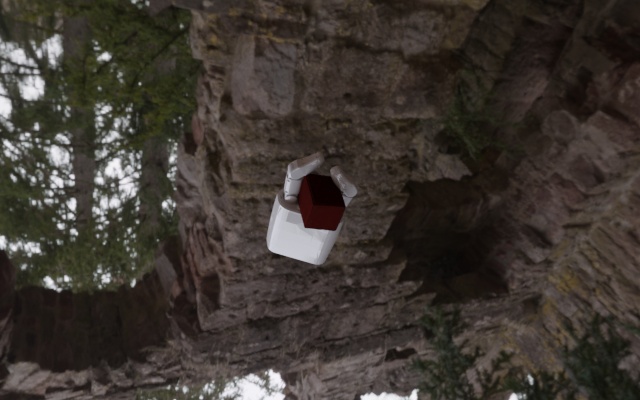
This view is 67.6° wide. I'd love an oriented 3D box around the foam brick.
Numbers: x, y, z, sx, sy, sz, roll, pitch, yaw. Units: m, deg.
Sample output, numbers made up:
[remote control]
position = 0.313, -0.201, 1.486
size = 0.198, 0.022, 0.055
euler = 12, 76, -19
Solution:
[foam brick]
position = 0.000, 0.003, 0.739
size = 0.053, 0.051, 0.078
euler = 7, 37, -19
